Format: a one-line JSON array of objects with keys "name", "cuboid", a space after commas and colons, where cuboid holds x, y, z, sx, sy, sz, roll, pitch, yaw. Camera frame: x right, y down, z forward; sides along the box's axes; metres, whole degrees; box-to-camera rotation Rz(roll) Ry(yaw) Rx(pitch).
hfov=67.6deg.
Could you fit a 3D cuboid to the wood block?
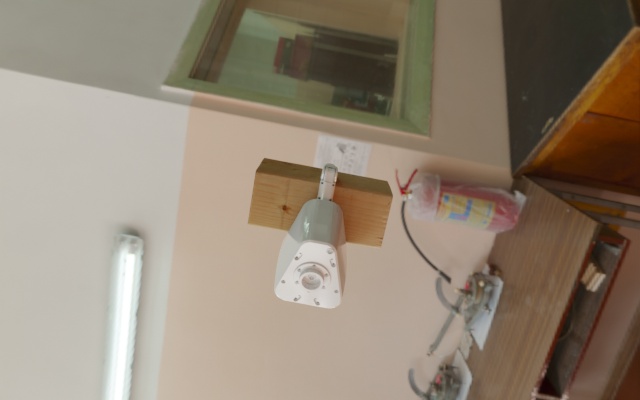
[{"name": "wood block", "cuboid": [0.000, 0.002, 0.753, 0.206, 0.091, 0.090, 11, 17, -1]}]
